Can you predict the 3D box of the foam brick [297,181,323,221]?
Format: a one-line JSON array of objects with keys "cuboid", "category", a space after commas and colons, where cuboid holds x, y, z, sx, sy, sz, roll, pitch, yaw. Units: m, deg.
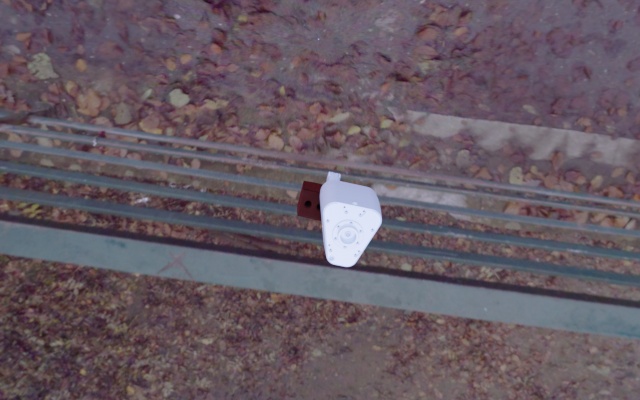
[{"cuboid": [0.000, 0.003, 0.856, 0.078, 0.053, 0.051, 12, 20, -4], "category": "foam brick"}]
